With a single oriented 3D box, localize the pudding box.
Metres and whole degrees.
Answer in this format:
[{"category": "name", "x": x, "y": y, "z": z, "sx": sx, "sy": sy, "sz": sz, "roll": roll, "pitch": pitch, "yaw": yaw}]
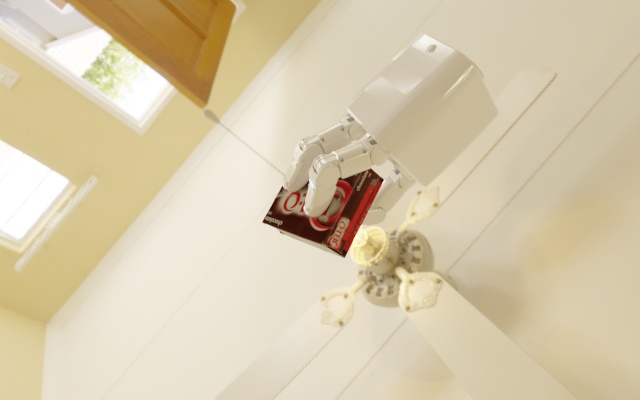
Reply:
[{"category": "pudding box", "x": 0.000, "y": 0.002, "z": 0.494, "sx": 0.039, "sy": 0.090, "sz": 0.113, "roll": 37, "pitch": -15, "yaw": -35}]
